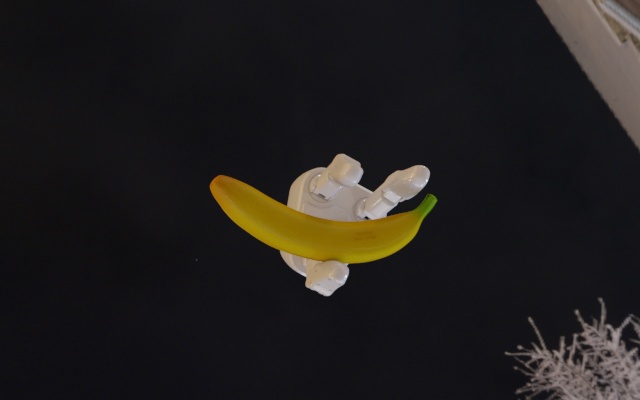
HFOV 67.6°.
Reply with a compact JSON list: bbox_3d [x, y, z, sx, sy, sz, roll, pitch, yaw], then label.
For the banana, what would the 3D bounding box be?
[{"bbox_3d":[0.002,0.020,0.420,0.198,0.069,0.037,4,3,-11],"label":"banana"}]
